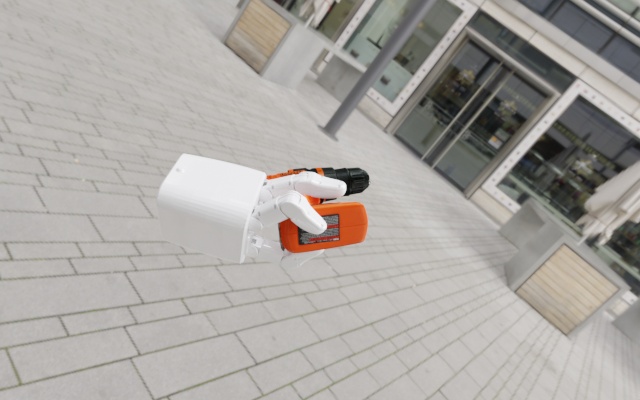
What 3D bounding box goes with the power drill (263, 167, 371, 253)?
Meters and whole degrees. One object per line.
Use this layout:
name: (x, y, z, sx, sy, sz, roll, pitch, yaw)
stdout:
power drill: (0.000, 0.002, 0.643, 0.184, 0.057, 0.187, -9, 20, -11)
